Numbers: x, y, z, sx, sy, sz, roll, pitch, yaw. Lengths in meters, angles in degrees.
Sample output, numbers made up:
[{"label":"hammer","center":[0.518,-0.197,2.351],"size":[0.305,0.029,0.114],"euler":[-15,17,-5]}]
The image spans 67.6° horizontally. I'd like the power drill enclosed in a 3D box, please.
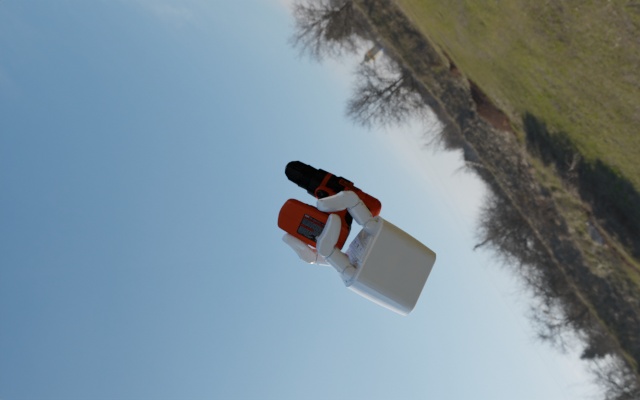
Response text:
[{"label":"power drill","center":[0.000,0.003,0.772],"size":[0.184,0.057,0.187],"euler":[26,26,8]}]
